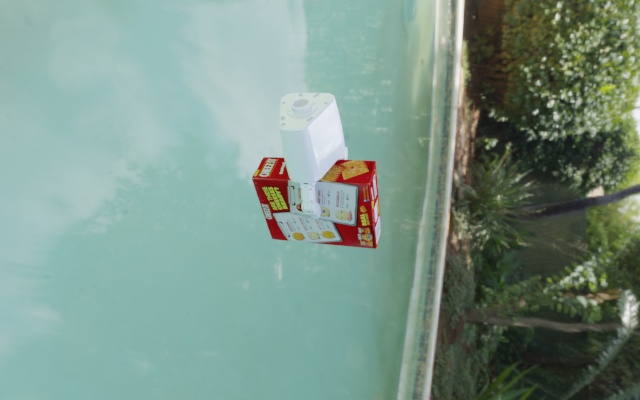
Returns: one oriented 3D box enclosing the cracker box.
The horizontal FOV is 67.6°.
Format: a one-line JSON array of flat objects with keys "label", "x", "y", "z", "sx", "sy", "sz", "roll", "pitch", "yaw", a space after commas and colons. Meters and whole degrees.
[{"label": "cracker box", "x": 0.000, "y": 0.003, "z": 0.884, "sx": 0.213, "sy": 0.164, "sz": 0.072, "roll": 4, "pitch": 44, "yaw": 17}]
